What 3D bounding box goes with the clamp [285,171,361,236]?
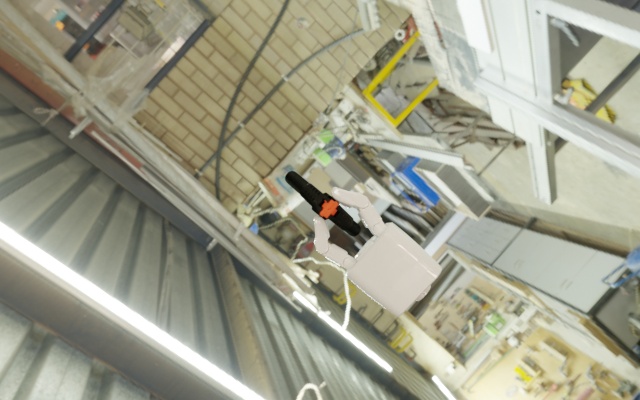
[{"bbox_3d":[0.000,0.003,0.758,0.164,0.036,0.210,39,0,4],"label":"clamp"}]
